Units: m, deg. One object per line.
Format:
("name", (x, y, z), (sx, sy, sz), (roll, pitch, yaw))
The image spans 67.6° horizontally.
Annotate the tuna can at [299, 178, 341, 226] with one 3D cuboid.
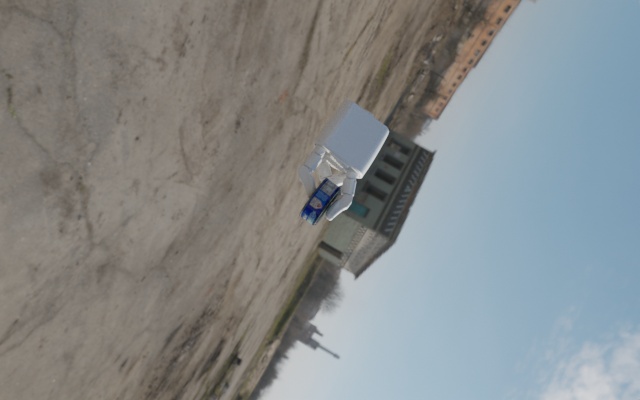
("tuna can", (0.001, 0.003, 0.864), (0.034, 0.086, 0.086), (36, 3, 5))
